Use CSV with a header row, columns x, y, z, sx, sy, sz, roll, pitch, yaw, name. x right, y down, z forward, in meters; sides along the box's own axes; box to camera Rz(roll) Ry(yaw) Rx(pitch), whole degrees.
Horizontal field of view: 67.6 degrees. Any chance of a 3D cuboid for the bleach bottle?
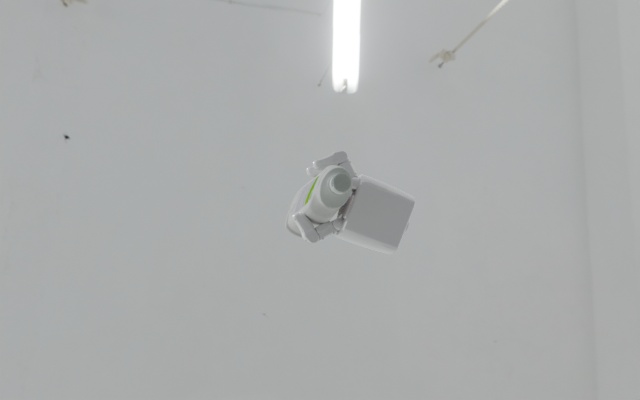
x,y,z,sx,sy,sz,roll,pitch,yaw,name
0.000,0.003,0.825,0.068,0.102,0.251,21,-14,-9,bleach bottle
